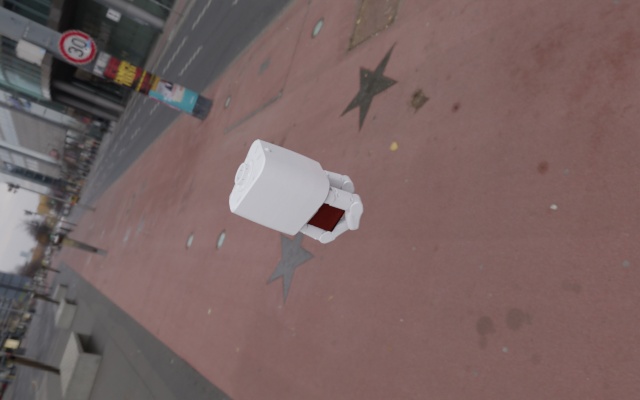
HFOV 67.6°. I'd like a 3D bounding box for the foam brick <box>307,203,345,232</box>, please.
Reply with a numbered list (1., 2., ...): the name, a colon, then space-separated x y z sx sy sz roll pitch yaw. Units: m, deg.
1. foam brick: 0.000 0.002 0.751 0.051 0.053 0.078 21 22 -26
